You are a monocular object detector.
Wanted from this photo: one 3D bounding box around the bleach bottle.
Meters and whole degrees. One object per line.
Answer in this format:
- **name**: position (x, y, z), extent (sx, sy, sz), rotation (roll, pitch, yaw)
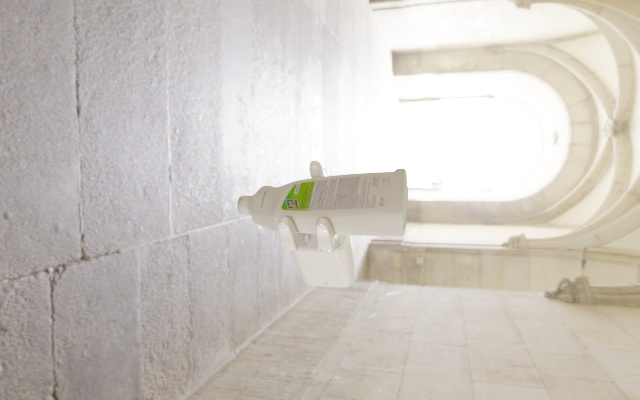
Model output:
- **bleach bottle**: position (0.000, 0.002, 0.709), extent (0.251, 0.102, 0.068), rotation (1, -43, 15)
